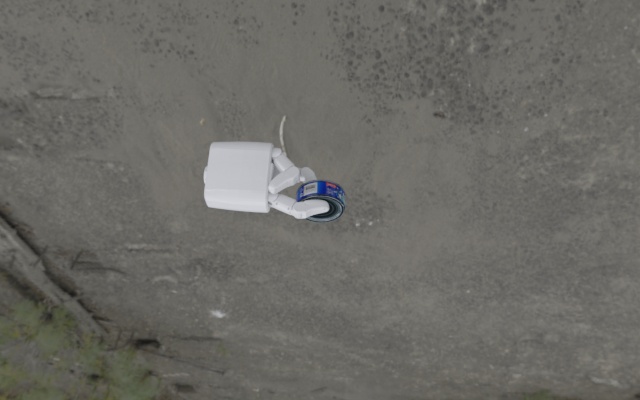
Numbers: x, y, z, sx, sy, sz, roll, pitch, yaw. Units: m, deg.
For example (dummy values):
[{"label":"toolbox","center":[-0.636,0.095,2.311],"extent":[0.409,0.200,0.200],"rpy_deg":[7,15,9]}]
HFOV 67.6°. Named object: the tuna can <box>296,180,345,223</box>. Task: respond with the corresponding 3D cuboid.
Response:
[{"label":"tuna can","center":[0.000,0.003,0.827],"extent":[0.086,0.033,0.086],"rpy_deg":[1,-35,1]}]
